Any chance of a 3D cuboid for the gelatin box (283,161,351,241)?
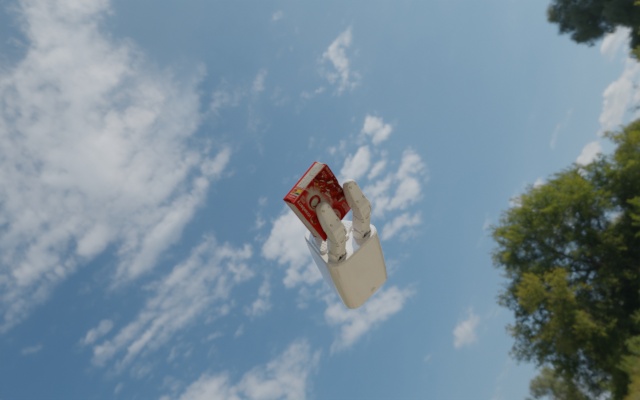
[{"bbox_3d":[0.000,0.002,0.668,0.030,0.073,0.089,20,-26,49],"label":"gelatin box"}]
